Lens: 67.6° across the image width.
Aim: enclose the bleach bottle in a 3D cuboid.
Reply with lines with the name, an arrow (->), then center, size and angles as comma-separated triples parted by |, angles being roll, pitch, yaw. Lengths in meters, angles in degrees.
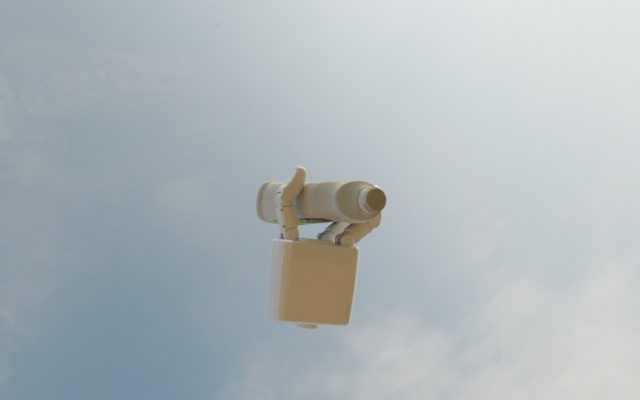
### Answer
bleach bottle -> 0.000, 0.002, 0.667 | 0.102, 0.068, 0.251 | 8, -5, -27
